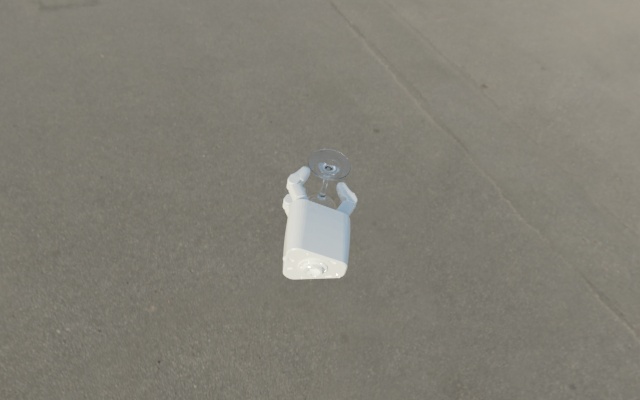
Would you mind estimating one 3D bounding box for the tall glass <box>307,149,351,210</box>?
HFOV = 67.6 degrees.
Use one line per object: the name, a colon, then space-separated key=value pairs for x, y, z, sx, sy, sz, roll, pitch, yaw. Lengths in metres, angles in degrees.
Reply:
tall glass: x=0.000 y=0.002 z=0.889 sx=0.079 sy=0.079 sz=0.201 roll=0 pitch=-41 yaw=-12
